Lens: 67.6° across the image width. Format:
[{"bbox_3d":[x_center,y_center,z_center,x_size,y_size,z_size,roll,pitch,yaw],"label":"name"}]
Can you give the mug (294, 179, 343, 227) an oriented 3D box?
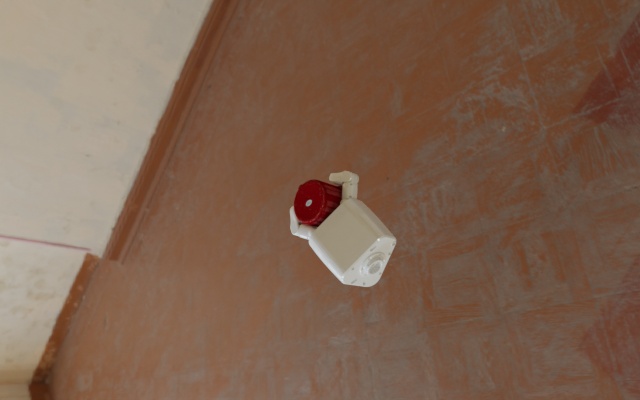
[{"bbox_3d":[-0.001,0.002,0.874,0.081,0.093,0.117,16,22,-44],"label":"mug"}]
